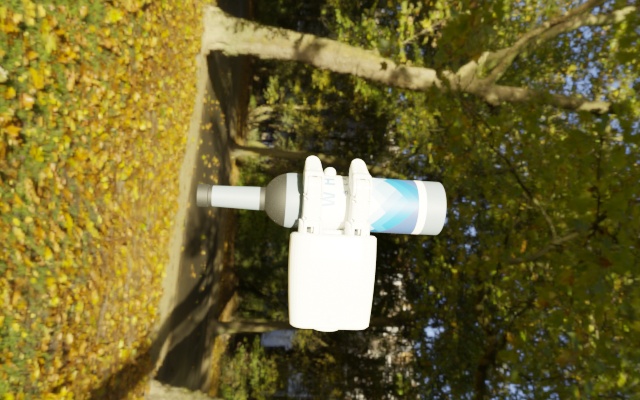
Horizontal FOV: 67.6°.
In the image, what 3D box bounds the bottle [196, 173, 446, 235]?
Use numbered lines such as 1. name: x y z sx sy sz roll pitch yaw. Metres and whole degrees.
1. bottle: 0.000 0.002 0.584 0.296 0.069 0.069 3 0 -6
